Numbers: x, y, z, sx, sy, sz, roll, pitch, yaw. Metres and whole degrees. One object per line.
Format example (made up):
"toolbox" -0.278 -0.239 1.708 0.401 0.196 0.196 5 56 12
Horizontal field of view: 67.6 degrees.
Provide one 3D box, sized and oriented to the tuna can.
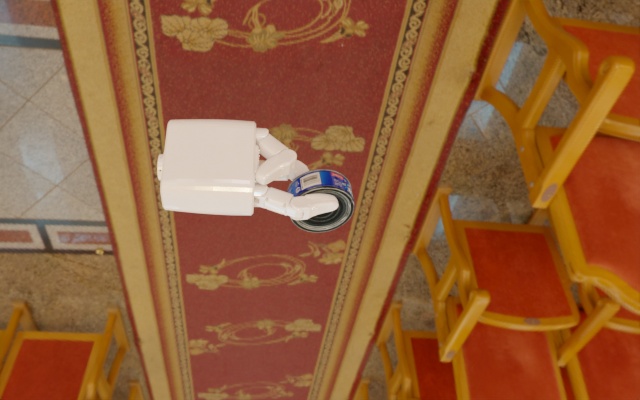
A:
"tuna can" 0.000 0.002 0.612 0.086 0.033 0.086 -5 -44 -5
